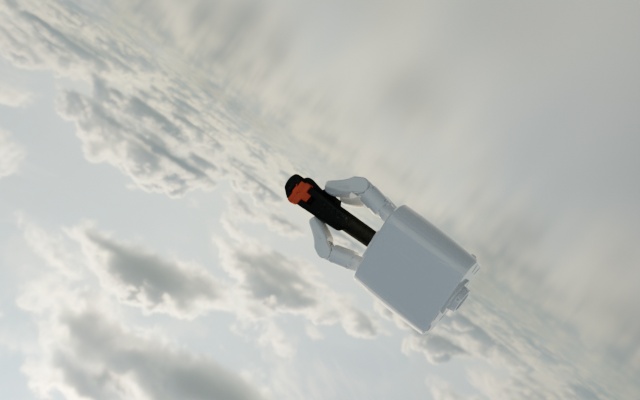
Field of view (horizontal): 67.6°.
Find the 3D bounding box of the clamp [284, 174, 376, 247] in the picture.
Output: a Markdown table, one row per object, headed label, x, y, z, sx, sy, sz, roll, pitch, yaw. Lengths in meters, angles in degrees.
| label | x | y | z | sx | sy | sz | roll | pitch | yaw |
| --- | --- | --- | --- | --- | --- | --- | --- | --- | --- |
| clamp | 0.000 | 0.003 | 0.625 | 0.164 | 0.036 | 0.210 | 39 | 4 | 26 |
